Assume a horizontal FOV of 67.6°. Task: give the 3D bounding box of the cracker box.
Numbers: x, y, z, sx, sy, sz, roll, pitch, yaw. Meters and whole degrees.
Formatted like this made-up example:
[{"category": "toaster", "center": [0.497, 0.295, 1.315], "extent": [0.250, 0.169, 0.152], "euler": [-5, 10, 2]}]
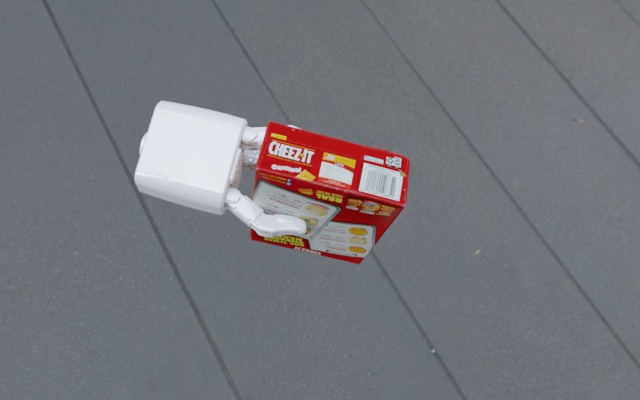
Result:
[{"category": "cracker box", "center": [0.000, 0.002, 0.599], "extent": [0.164, 0.072, 0.214], "euler": [14, -25, -4]}]
